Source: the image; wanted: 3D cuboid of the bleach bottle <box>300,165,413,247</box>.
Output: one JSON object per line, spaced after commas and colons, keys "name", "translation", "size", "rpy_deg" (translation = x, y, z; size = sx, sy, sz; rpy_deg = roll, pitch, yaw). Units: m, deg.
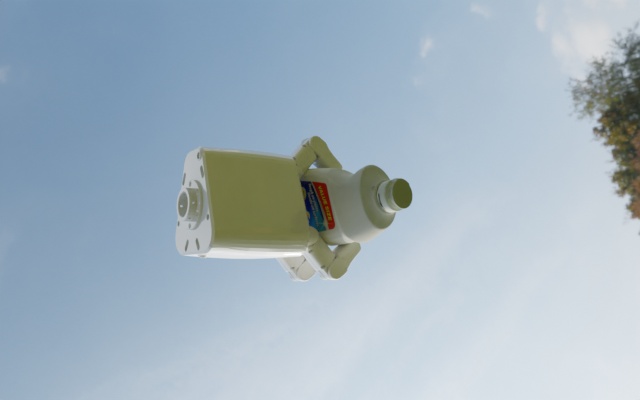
{"name": "bleach bottle", "translation": [0.000, 0.002, 0.542], "size": [0.068, 0.102, 0.251], "rpy_deg": [5, -11, -37]}
